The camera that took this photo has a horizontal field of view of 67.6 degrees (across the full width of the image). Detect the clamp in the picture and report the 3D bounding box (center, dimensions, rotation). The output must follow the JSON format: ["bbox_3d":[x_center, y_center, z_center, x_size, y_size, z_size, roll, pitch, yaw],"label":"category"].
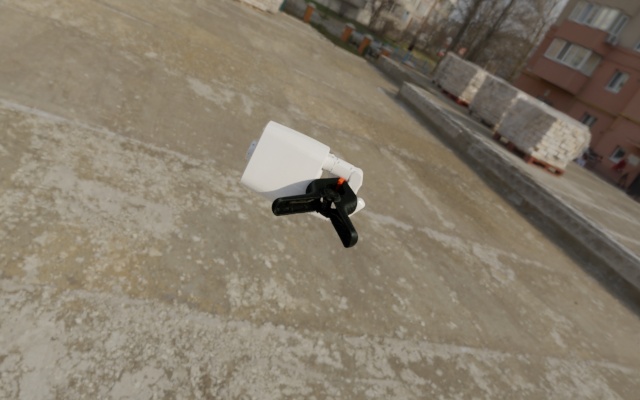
[{"bbox_3d":[0.000,0.002,0.680,0.120,0.039,0.171,26,22,-4],"label":"clamp"}]
